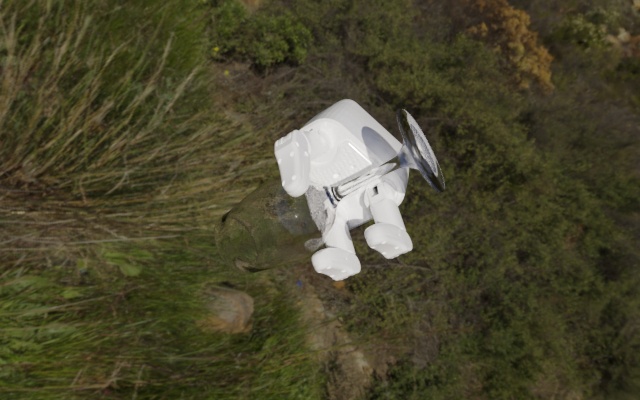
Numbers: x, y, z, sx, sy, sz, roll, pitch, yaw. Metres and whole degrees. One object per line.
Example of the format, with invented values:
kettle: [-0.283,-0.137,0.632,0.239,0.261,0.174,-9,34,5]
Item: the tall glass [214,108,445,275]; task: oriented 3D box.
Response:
tall glass: [0.001,0.001,0.417,0.201,0.079,0.079,-27,-12,24]
